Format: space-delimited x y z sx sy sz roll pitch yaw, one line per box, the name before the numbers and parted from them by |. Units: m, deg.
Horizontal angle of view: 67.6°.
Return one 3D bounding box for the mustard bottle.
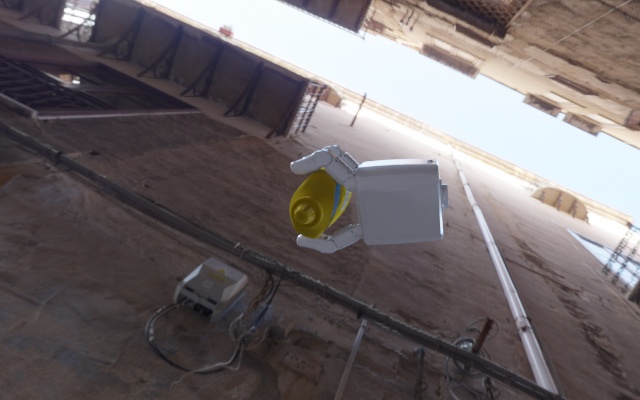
mustard bottle | 0.000 0.002 0.669 0.058 0.096 0.191 21 15 9
